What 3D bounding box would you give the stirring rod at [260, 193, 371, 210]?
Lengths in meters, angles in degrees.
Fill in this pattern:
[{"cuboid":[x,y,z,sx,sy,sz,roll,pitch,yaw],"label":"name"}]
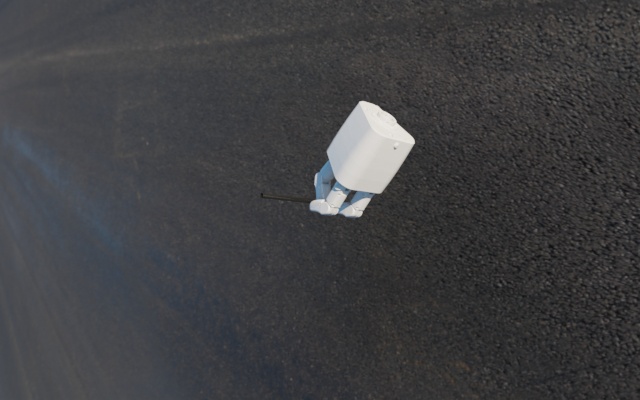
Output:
[{"cuboid":[0.000,0.003,0.831,0.239,0.011,0.011,7,-4,-39],"label":"stirring rod"}]
